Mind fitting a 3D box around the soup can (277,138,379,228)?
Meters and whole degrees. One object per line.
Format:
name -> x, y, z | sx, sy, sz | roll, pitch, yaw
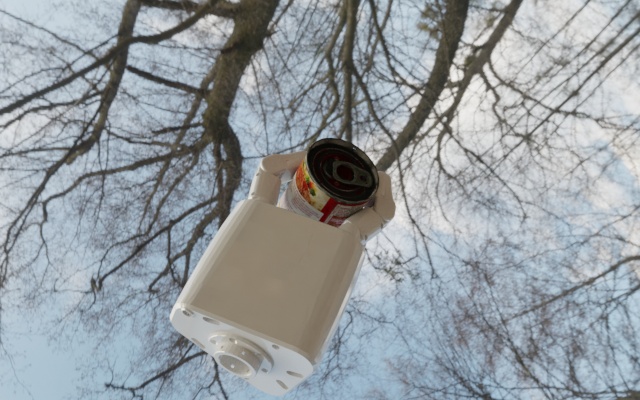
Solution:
soup can -> 0.000, 0.001, 0.437 | 0.068, 0.068, 0.102 | 0, -34, -28
